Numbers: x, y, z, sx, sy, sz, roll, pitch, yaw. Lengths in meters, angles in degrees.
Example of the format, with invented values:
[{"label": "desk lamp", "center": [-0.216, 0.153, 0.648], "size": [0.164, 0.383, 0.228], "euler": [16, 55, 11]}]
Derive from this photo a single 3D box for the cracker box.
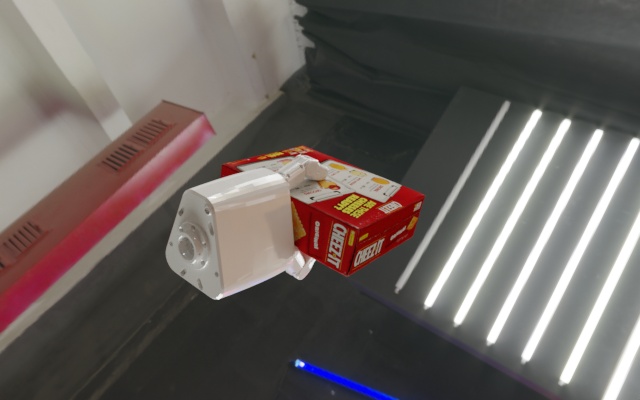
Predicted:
[{"label": "cracker box", "center": [0.000, 0.002, 0.623], "size": [0.213, 0.072, 0.164], "euler": [26, 28, 30]}]
